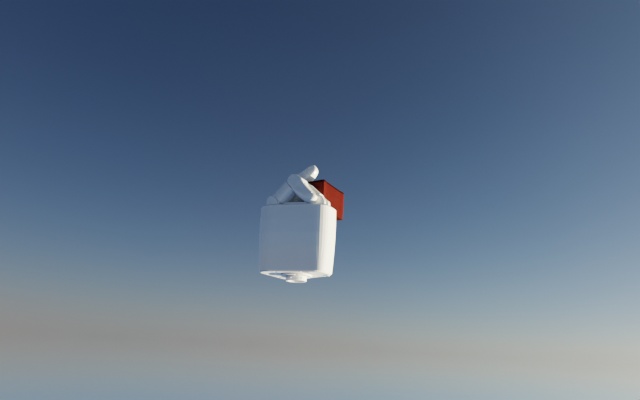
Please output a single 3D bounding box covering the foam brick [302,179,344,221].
[{"bbox_3d":[0.000,0.003,0.818,0.053,0.051,0.078,-8,-20,28],"label":"foam brick"}]
